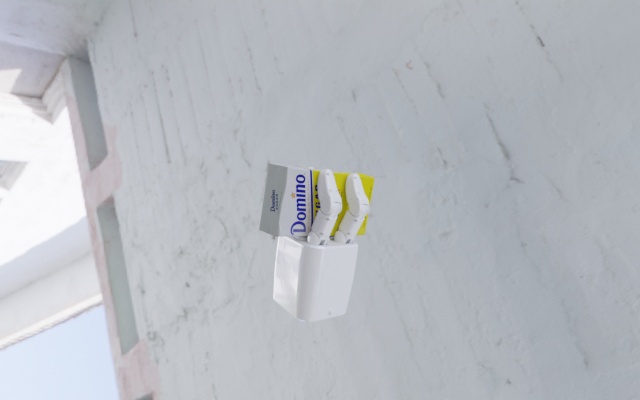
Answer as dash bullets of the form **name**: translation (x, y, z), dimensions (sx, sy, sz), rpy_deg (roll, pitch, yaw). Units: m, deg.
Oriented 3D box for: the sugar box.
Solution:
- **sugar box**: translation (0.001, 0.002, 0.674), dimensions (0.048, 0.093, 0.176), rpy_deg (15, 9, 42)
